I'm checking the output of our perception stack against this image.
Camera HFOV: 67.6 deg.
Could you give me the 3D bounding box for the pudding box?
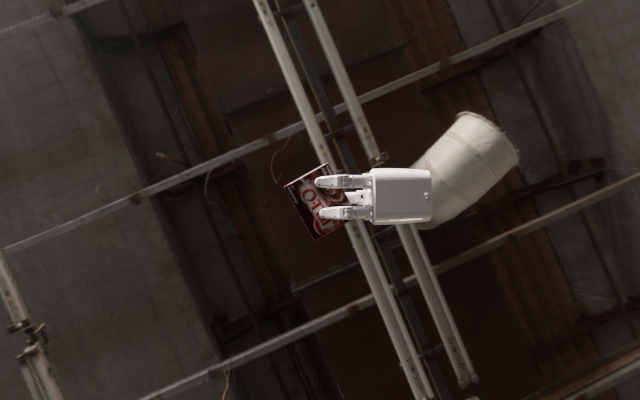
[{"bbox_3d":[0.000,0.003,0.857,0.090,0.113,0.039,-29,0,-4],"label":"pudding box"}]
